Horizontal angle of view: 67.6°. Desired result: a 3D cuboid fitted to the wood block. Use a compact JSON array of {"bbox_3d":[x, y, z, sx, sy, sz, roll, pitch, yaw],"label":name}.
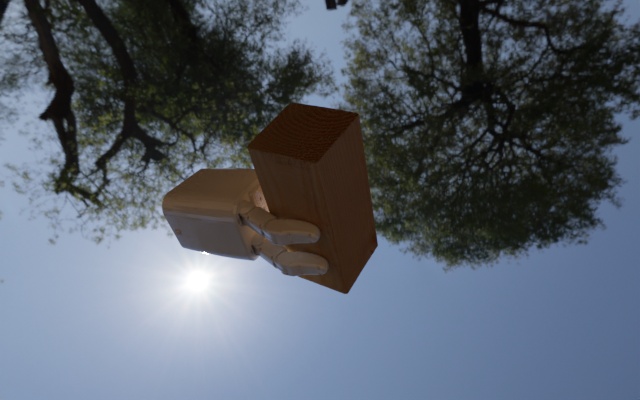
[{"bbox_3d":[0.000,0.002,0.560,0.090,0.206,0.090,15,49,28],"label":"wood block"}]
